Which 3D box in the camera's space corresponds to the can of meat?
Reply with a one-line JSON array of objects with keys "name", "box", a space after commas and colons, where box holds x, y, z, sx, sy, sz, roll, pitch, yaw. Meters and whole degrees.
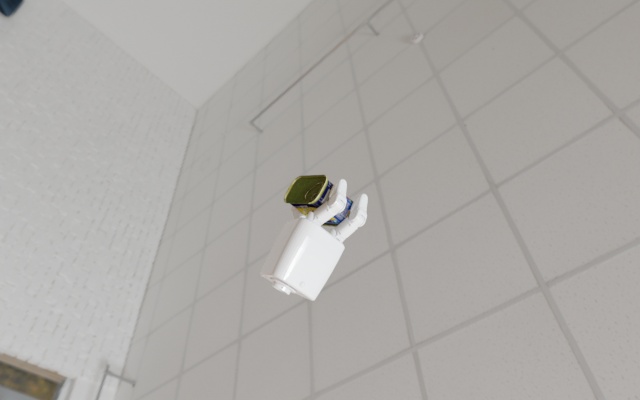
[{"name": "can of meat", "box": [0.000, 0.003, 0.831, 0.084, 0.057, 0.102, 39, -22, -30]}]
